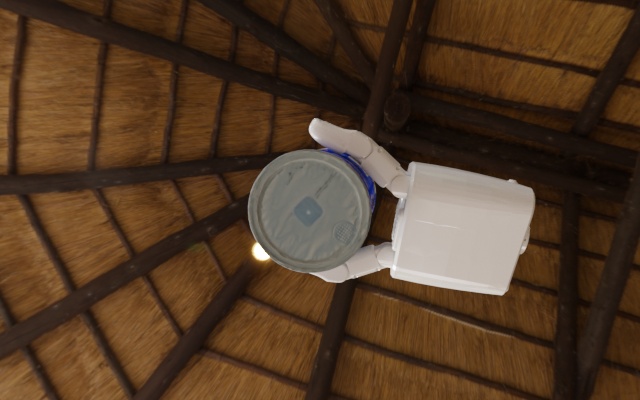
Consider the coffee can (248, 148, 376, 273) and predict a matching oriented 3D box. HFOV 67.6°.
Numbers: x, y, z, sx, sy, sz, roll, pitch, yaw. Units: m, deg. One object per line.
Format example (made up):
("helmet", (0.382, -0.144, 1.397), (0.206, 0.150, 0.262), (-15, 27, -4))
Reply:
("coffee can", (0.000, 0.002, 0.458), (0.103, 0.103, 0.140), (0, 7, 8))
